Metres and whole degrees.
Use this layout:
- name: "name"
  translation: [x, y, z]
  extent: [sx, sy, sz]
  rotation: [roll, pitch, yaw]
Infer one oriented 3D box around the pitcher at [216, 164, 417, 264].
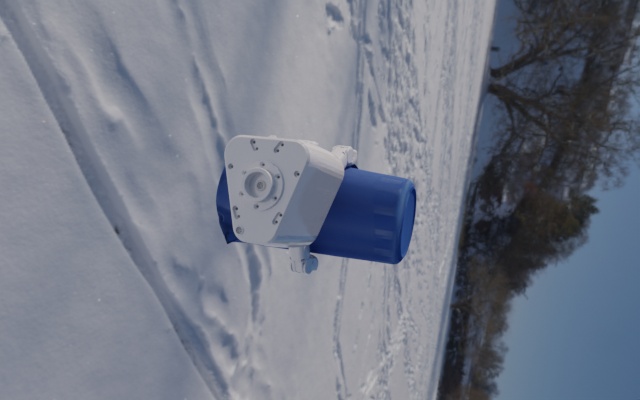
- name: "pitcher"
  translation: [0.000, 0.002, 0.635]
  extent: [0.243, 0.149, 0.145]
  rotation: [9, -1, 20]
